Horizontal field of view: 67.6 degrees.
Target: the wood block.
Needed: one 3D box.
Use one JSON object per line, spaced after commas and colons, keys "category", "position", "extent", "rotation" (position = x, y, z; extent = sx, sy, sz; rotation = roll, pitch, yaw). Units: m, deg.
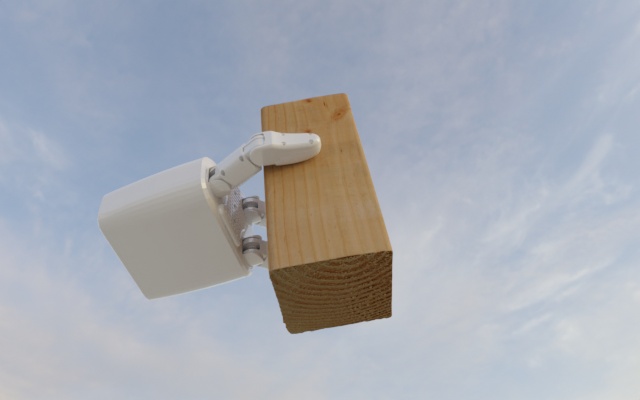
{"category": "wood block", "position": [0.000, 0.001, 0.433], "extent": [0.090, 0.206, 0.091], "rotation": [-10, -45, 0]}
